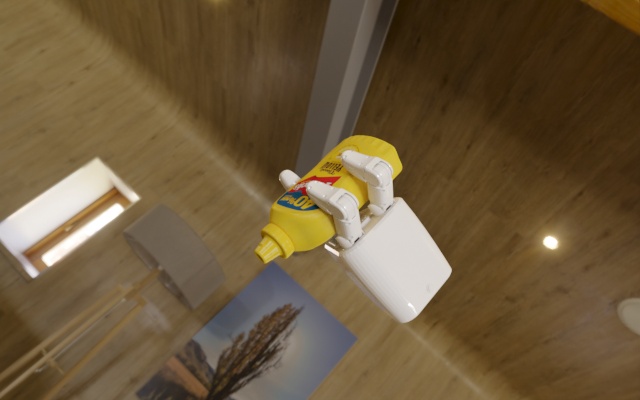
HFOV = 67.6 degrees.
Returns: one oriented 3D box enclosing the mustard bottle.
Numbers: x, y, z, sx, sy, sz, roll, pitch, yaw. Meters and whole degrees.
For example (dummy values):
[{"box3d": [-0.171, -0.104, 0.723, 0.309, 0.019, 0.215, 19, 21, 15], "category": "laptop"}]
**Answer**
[{"box3d": [0.000, 0.001, 0.541, 0.191, 0.058, 0.096, -43, 35, -24], "category": "mustard bottle"}]
